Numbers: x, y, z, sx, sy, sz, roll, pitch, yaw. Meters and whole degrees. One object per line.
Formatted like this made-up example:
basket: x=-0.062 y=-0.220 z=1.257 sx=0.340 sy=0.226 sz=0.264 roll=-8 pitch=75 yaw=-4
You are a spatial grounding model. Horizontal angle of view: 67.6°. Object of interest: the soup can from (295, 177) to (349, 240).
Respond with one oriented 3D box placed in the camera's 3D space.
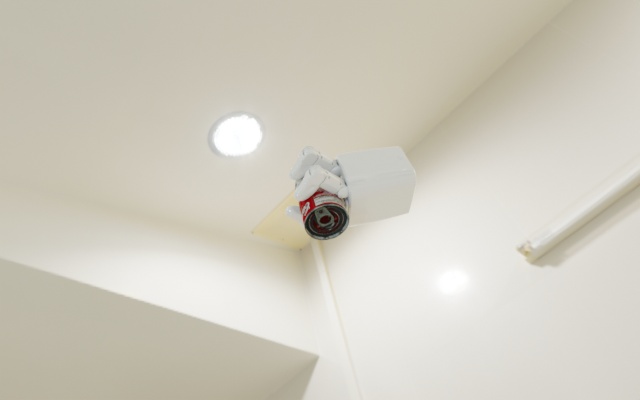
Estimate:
soup can: x=0.000 y=0.002 z=0.738 sx=0.068 sy=0.068 sz=0.102 roll=0 pitch=37 yaw=-14
